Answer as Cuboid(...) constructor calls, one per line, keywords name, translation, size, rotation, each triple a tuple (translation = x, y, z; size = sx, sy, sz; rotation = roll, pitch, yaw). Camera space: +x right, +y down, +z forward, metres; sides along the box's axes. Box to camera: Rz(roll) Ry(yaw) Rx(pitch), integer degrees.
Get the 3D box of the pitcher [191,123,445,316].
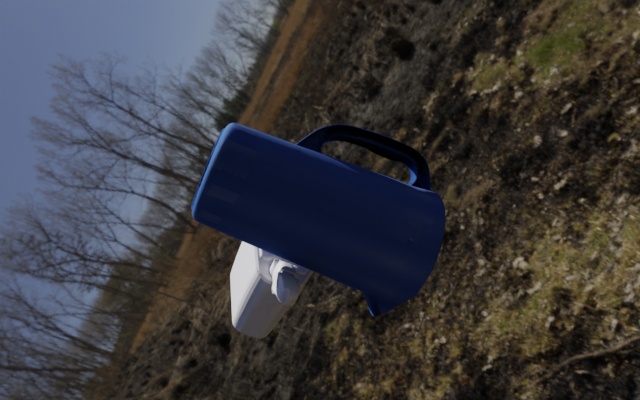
Cuboid(name="pitcher", translation=(0.000, 0.002, 0.507), size=(0.243, 0.145, 0.149), rotation=(22, 35, -11))
